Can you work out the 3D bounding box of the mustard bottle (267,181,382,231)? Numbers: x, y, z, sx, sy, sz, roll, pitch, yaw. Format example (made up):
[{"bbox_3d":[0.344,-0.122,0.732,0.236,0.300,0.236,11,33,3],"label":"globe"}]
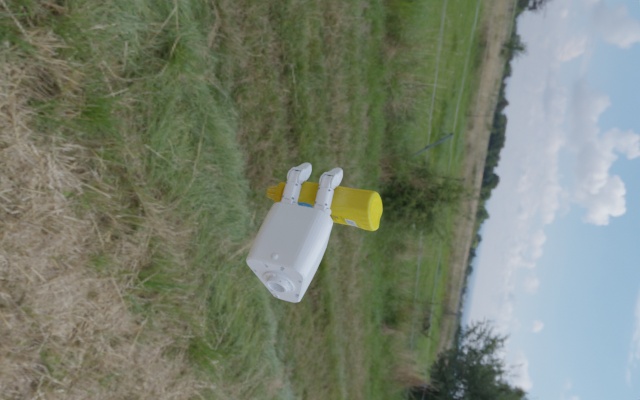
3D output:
[{"bbox_3d":[0.000,0.002,0.781,0.191,0.058,0.096,10,-14,20],"label":"mustard bottle"}]
